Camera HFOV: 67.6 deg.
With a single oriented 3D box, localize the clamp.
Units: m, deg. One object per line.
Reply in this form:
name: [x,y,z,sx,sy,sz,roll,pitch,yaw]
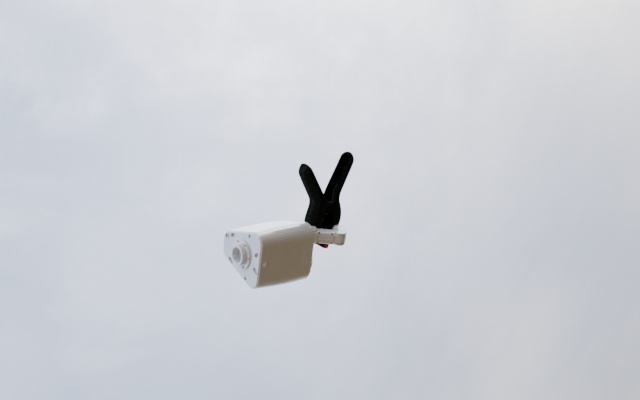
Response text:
clamp: [0.000,0.003,0.805,0.120,0.171,0.039,-6,21,-42]
